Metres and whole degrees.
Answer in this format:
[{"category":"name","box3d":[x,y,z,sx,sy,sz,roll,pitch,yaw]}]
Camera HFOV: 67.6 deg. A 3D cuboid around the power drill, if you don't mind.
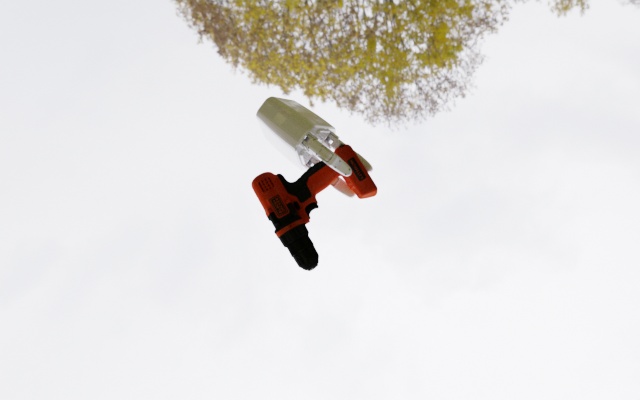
[{"category":"power drill","box3d":[0.000,0.002,0.814,0.187,0.184,0.057,-29,-6,-11]}]
